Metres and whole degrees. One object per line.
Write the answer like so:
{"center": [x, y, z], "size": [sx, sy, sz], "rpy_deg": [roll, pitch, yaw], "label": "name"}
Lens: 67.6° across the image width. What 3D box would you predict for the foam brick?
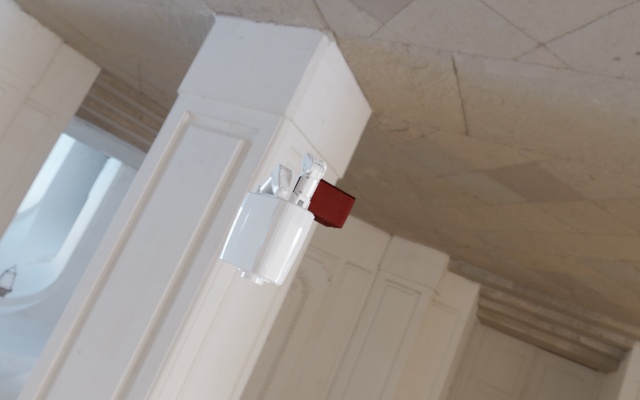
{"center": [0.000, 0.002, 0.700], "size": [0.078, 0.051, 0.053], "rpy_deg": [29, -13, -24], "label": "foam brick"}
